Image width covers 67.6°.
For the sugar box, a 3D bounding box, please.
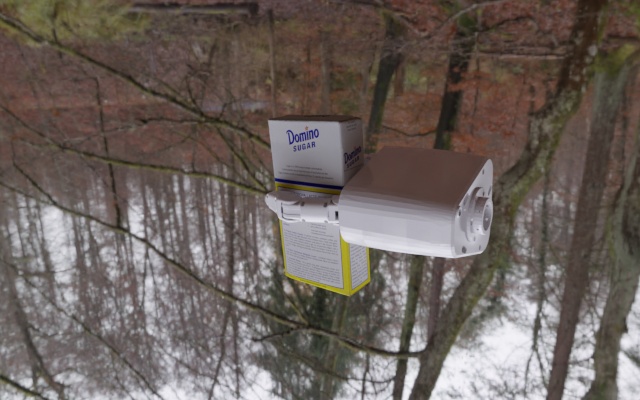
[{"bbox_3d":[0.001,0.002,0.493,0.093,0.176,0.048,10,19,37],"label":"sugar box"}]
